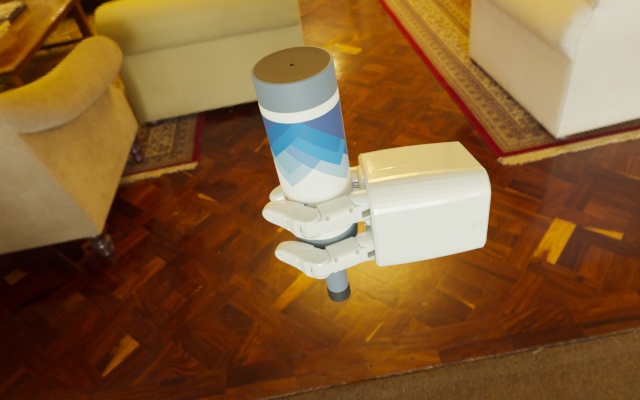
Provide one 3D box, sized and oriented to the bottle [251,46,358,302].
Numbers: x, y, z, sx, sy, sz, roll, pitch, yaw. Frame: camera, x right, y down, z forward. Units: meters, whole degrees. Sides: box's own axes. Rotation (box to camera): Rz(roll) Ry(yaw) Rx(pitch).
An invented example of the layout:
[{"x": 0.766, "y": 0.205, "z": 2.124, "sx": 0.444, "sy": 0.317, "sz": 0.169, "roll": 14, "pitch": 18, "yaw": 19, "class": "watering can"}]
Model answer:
[{"x": 0.000, "y": 0.001, "z": 0.471, "sx": 0.069, "sy": 0.296, "sz": 0.069, "roll": -7, "pitch": 41, "yaw": 6, "class": "bottle"}]
